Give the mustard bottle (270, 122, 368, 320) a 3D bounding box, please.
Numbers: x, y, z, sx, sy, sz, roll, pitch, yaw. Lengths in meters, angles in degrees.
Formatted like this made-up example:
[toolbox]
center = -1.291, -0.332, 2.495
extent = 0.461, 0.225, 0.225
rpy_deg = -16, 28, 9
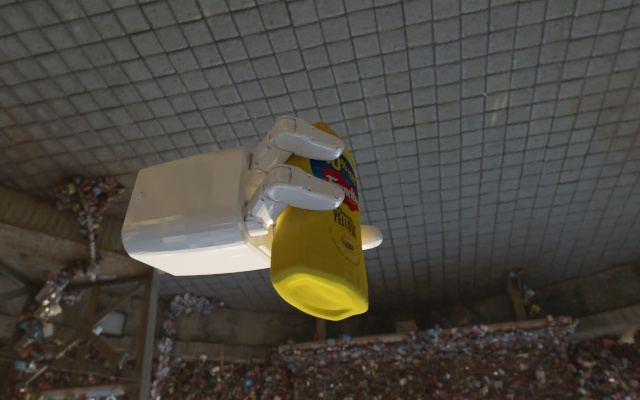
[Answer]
[mustard bottle]
center = 0.000, 0.002, 0.426
extent = 0.058, 0.191, 0.096
rpy_deg = -25, -44, 28
